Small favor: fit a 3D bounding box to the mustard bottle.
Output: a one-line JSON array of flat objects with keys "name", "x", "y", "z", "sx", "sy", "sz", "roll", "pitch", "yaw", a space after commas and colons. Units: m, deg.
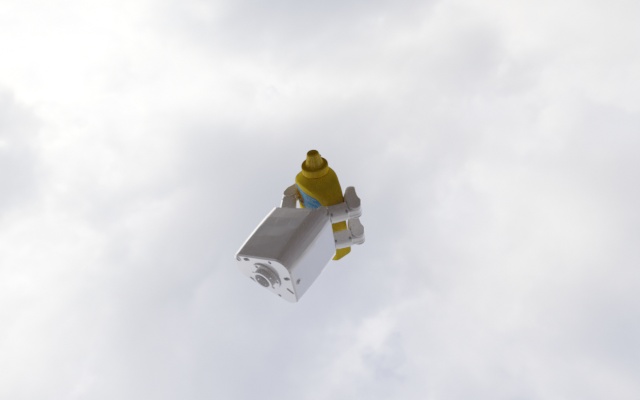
[{"name": "mustard bottle", "x": 0.000, "y": 0.002, "z": 0.755, "sx": 0.058, "sy": 0.192, "sz": 0.096, "roll": -29, "pitch": 44, "yaw": -21}]
